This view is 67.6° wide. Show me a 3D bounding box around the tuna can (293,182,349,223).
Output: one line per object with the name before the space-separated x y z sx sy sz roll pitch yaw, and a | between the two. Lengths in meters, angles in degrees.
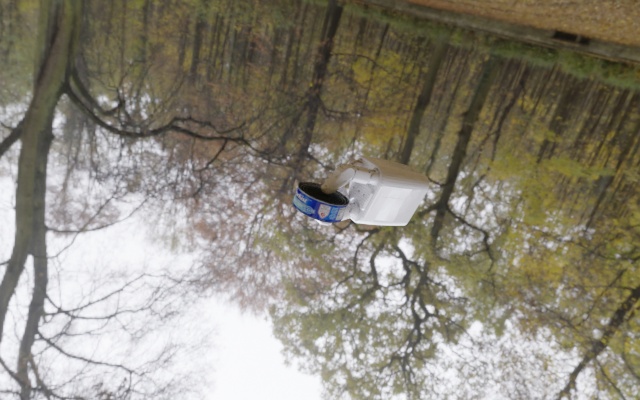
tuna can | 0.000 0.003 0.759 0.086 0.034 0.086 18 17 -6
